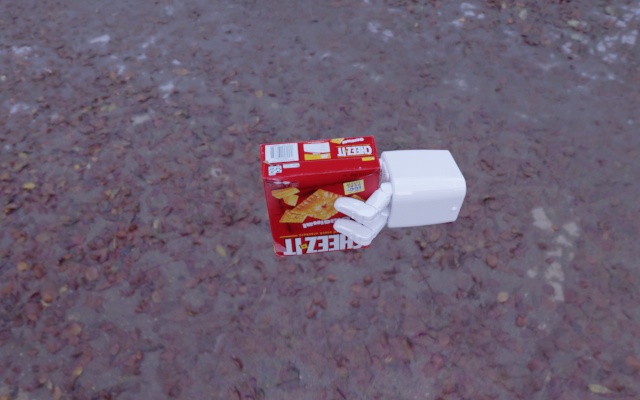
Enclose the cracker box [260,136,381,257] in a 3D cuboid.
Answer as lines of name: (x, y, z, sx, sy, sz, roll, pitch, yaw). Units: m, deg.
cracker box: (0.000, 0.002, 0.736, 0.164, 0.072, 0.214, -5, -37, -3)
